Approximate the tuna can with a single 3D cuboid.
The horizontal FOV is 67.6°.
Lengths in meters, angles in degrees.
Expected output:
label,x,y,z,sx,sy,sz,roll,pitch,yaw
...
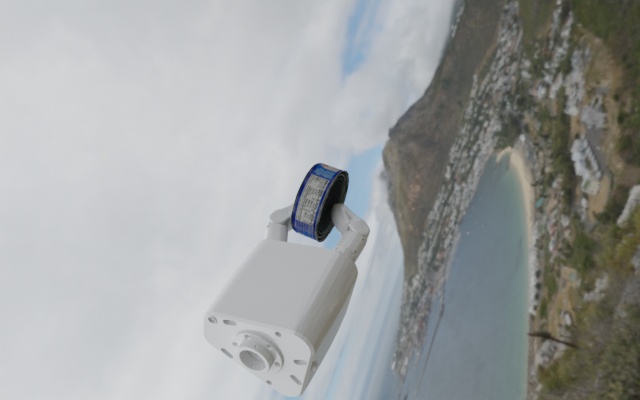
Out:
label,x,y,z,sx,sy,sz,roll,pitch,yaw
tuna can,0.000,0.002,0.540,0.034,0.086,0.086,21,6,16
